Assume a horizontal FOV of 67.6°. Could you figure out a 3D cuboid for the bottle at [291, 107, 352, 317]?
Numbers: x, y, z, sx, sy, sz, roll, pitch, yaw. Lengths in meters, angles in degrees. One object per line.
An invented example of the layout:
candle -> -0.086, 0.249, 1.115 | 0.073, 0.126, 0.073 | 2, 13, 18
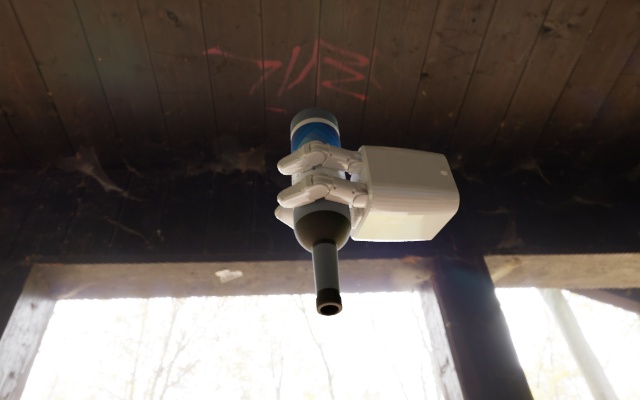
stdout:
bottle -> 0.000, 0.002, 0.570 | 0.069, 0.295, 0.069 | -3, -44, -2
